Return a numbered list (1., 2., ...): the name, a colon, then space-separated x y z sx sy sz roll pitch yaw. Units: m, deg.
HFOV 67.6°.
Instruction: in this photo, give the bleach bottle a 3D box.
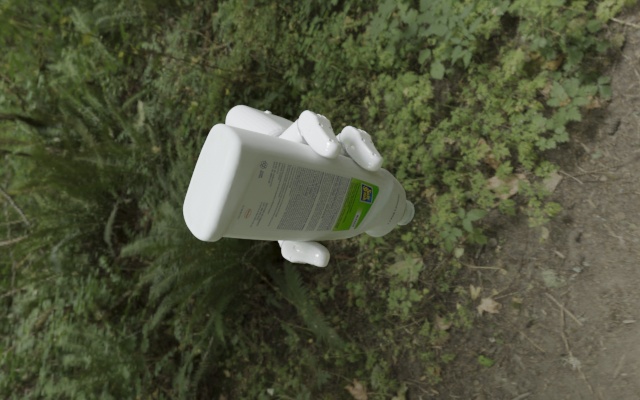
1. bleach bottle: 0.000 0.001 0.481 0.251 0.102 0.068 12 17 -39
